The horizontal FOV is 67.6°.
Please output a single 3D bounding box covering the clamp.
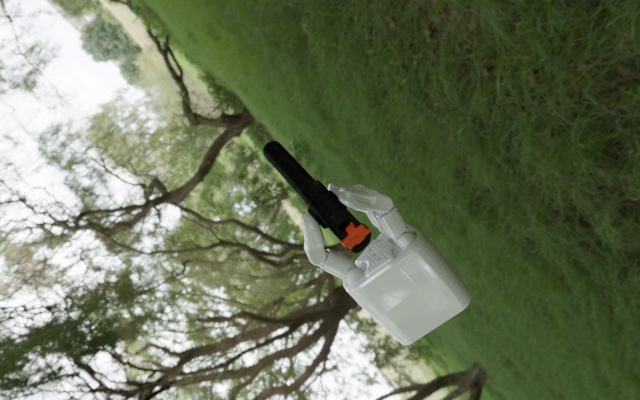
[{"bbox_3d":[0.000,0.003,0.539,0.036,0.164,0.210,-43,14,-1],"label":"clamp"}]
